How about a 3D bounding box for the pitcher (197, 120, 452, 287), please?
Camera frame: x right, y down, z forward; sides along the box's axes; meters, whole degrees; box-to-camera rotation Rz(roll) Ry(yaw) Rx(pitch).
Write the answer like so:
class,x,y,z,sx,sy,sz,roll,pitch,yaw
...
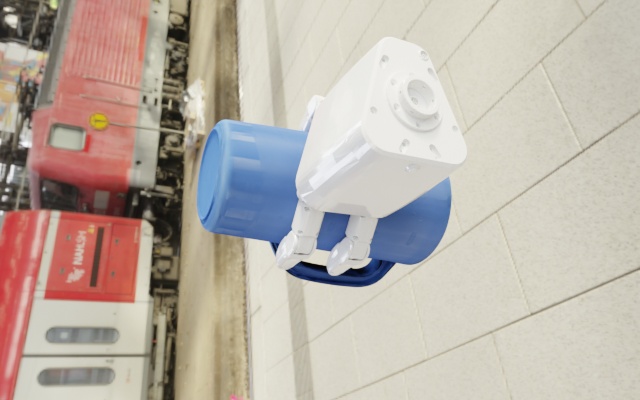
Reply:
class,x,y,z,sx,sy,sz,roll,pitch,yaw
pitcher,0.000,0.002,0.500,0.243,0.149,0.145,8,-24,-25
